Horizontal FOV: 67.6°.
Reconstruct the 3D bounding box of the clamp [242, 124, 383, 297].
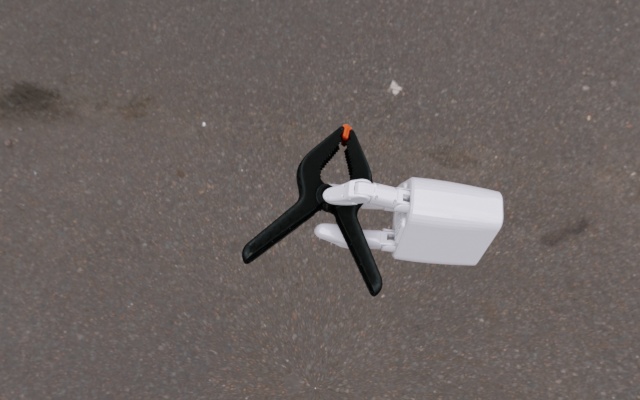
[{"bbox_3d":[0.000,0.001,0.578,0.164,0.210,0.036,8,-21,-3],"label":"clamp"}]
